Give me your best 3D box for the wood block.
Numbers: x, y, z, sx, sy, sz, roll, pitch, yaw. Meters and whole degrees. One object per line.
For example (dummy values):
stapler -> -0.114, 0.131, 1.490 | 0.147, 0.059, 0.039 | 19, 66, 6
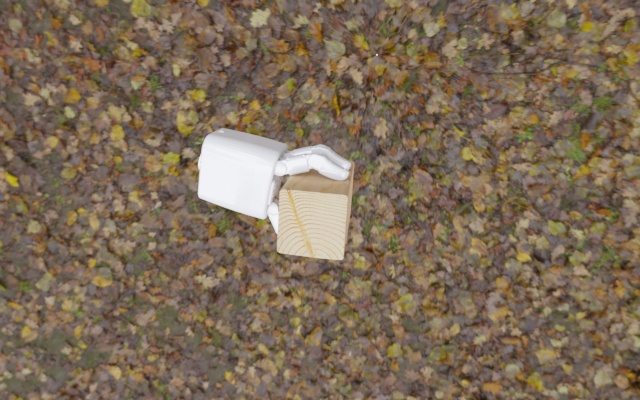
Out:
wood block -> 0.000, 0.003, 0.708 | 0.090, 0.091, 0.206 | 6, 17, 5
